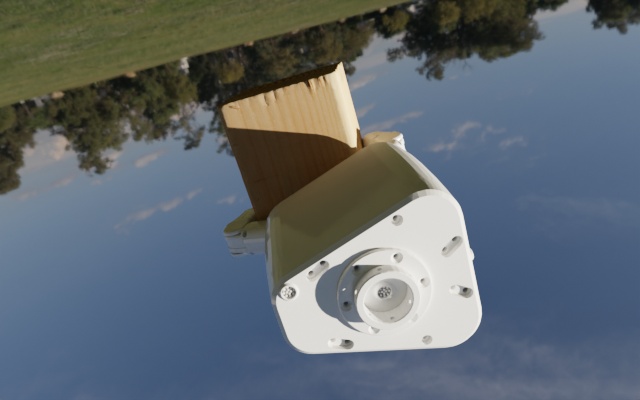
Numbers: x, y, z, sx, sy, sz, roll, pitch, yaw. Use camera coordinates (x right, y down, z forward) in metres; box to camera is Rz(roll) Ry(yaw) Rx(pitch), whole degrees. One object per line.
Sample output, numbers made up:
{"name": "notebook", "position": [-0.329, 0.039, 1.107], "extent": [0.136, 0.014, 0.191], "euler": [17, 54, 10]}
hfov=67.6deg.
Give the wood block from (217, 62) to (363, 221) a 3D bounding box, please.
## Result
{"name": "wood block", "position": [0.000, 0.002, 0.401], "extent": [0.091, 0.206, 0.090], "euler": [-13, 19, 10]}
